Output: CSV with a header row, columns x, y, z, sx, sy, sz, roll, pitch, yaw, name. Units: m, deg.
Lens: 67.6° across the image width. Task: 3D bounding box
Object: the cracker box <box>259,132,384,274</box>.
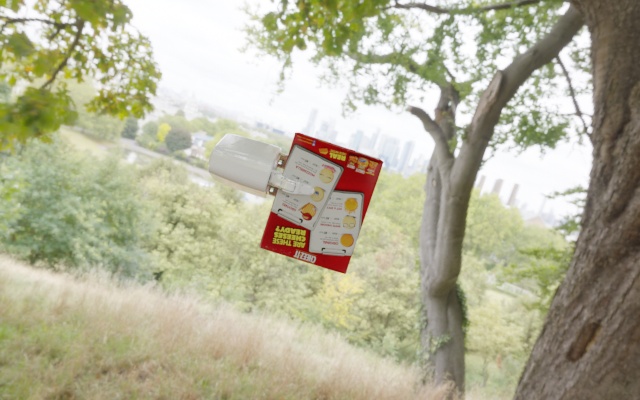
x,y,z,sx,sy,sz,roll,pitch,yaw,name
0.000,0.003,0.861,0.164,0.214,0.072,18,8,-2,cracker box
